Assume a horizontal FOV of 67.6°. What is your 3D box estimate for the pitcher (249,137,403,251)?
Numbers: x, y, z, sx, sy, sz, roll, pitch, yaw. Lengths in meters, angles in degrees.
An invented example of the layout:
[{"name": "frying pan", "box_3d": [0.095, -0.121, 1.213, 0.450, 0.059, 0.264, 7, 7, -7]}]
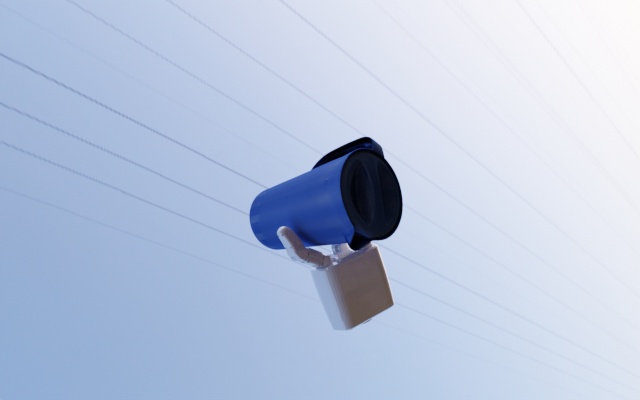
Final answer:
[{"name": "pitcher", "box_3d": [0.000, 0.003, 0.755, 0.243, 0.145, 0.149, -15, 9, 45]}]
